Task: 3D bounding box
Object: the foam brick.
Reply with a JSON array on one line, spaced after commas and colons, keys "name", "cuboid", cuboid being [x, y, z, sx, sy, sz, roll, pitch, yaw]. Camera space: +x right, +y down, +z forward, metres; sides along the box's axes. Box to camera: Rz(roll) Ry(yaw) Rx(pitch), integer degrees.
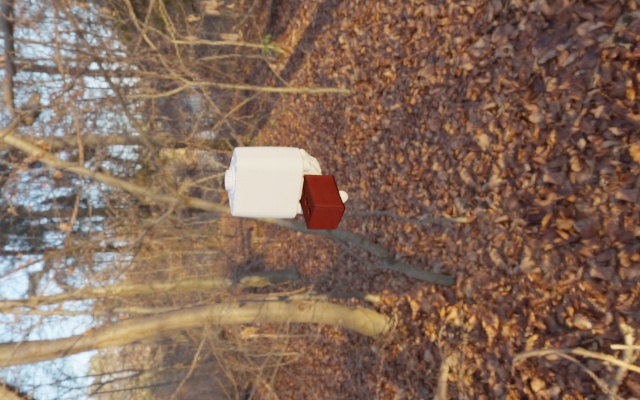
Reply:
[{"name": "foam brick", "cuboid": [0.000, 0.003, 0.770, 0.051, 0.053, 0.078, 1, 44, -20]}]
